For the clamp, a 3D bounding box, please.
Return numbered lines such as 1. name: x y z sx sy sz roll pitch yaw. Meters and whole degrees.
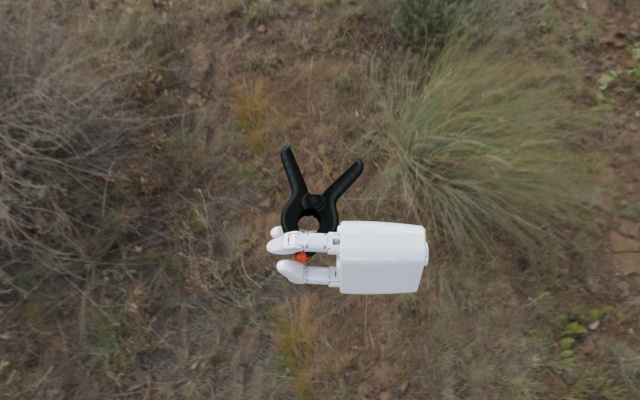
1. clamp: 0.000 0.002 0.661 0.120 0.171 0.039 1 -21 2
